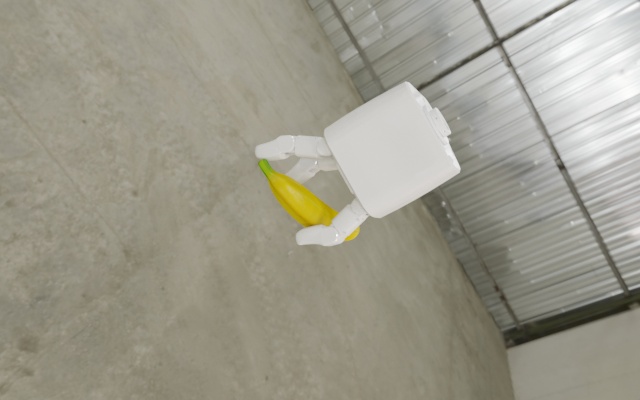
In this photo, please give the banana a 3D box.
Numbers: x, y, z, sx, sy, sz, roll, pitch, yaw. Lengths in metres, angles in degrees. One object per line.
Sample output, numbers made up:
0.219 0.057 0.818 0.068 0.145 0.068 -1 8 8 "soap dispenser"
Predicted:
0.001 0.015 0.606 0.037 0.069 0.198 -31 -44 22 "banana"
